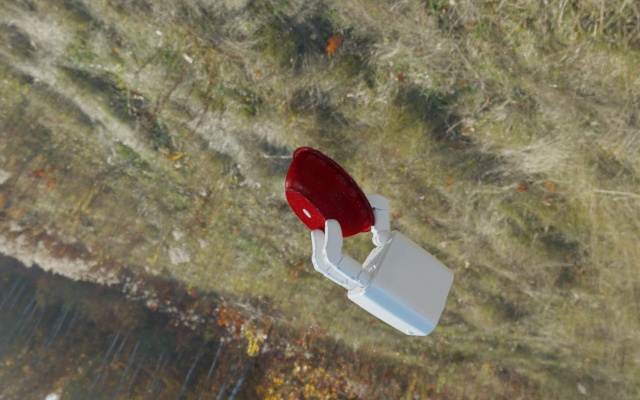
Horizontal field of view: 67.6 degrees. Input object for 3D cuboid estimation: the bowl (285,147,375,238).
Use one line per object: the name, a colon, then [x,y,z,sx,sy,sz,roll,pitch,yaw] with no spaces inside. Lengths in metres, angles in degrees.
bowl: [-0.001,0.002,0.688,0.055,0.162,0.162,-43,17,-20]
